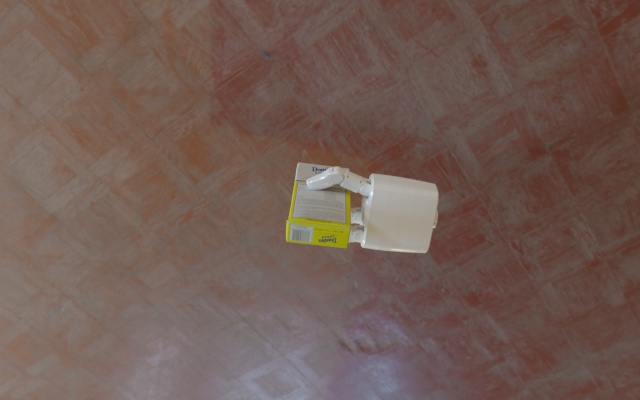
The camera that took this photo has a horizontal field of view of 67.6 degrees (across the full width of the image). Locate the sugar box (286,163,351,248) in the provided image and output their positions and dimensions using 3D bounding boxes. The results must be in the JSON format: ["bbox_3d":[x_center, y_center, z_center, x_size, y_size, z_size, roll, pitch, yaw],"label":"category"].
[{"bbox_3d":[0.000,0.003,0.758,0.093,0.048,0.176,7,30,-1],"label":"sugar box"}]
